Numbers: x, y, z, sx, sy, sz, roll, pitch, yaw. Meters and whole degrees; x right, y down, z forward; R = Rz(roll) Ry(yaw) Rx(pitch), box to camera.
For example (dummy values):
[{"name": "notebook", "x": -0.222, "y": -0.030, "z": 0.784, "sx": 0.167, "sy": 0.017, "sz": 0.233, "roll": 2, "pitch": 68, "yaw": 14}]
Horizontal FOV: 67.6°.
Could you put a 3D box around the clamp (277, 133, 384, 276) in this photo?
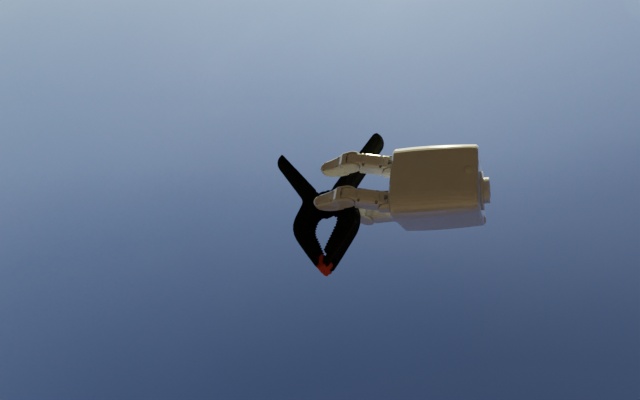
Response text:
[{"name": "clamp", "x": 0.001, "y": 0.003, "z": 0.661, "sx": 0.164, "sy": 0.209, "sz": 0.036, "roll": -5, "pitch": -33, "yaw": 25}]
